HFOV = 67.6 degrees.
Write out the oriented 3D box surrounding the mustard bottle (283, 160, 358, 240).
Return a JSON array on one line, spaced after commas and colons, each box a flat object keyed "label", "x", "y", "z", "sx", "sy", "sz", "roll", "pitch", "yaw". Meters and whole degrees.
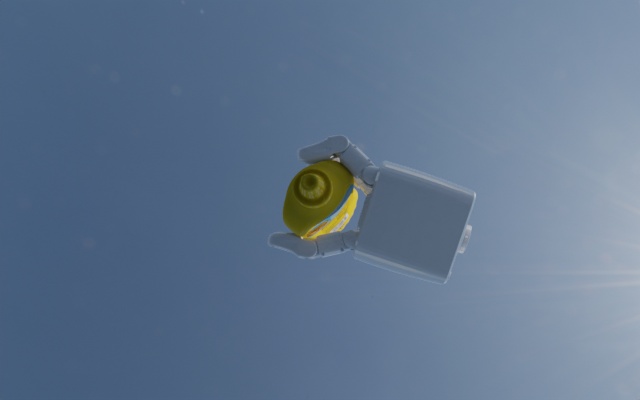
[{"label": "mustard bottle", "x": 0.000, "y": 0.002, "z": 0.559, "sx": 0.058, "sy": 0.096, "sz": 0.192, "roll": 43, "pitch": -4, "yaw": 12}]
